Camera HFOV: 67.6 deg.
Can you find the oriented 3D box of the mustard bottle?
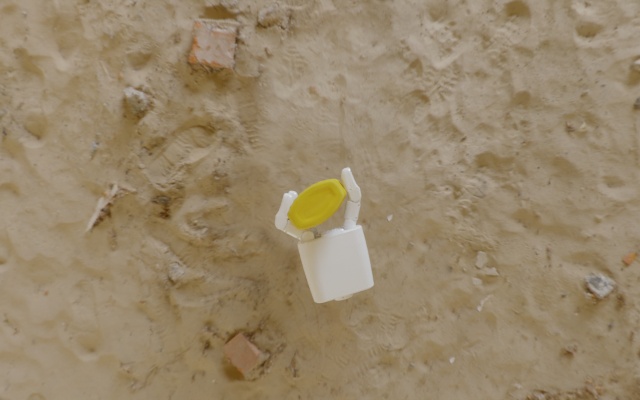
[{"bbox_3d":[0.000,0.002,0.819,0.096,0.058,0.191,-39,-1,5],"label":"mustard bottle"}]
